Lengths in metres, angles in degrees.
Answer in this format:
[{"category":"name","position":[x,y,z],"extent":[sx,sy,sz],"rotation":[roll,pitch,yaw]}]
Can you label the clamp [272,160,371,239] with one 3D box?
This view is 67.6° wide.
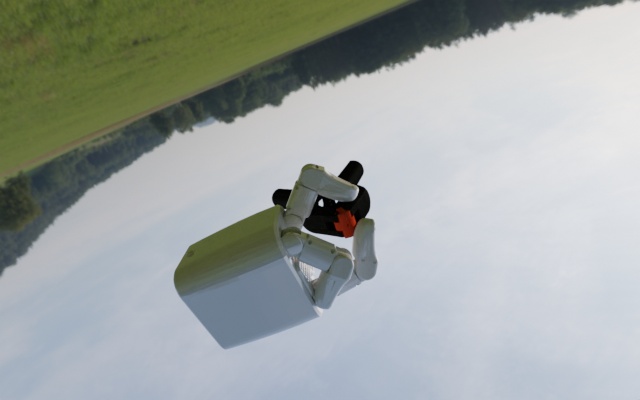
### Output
[{"category":"clamp","position":[0.000,0.002,0.537],"extent":[0.120,0.039,0.171],"rotation":[-24,17,6]}]
